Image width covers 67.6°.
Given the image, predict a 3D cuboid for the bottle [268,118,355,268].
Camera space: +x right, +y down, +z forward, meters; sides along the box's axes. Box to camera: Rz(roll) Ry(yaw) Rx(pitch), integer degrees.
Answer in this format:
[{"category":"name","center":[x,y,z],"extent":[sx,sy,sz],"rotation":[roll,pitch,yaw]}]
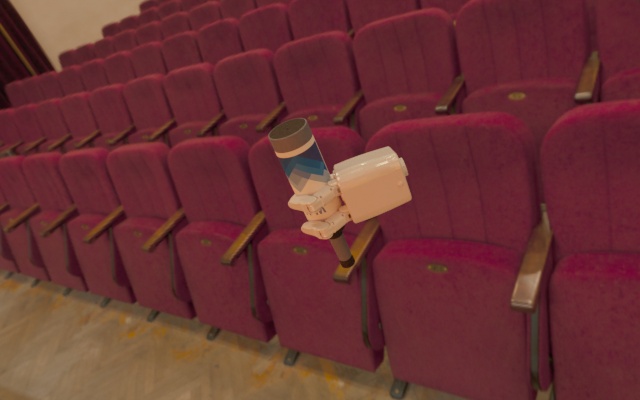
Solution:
[{"category":"bottle","center":[0.000,0.003,0.824],"extent":[0.069,0.296,0.069],"rotation":[-18,31,11]}]
